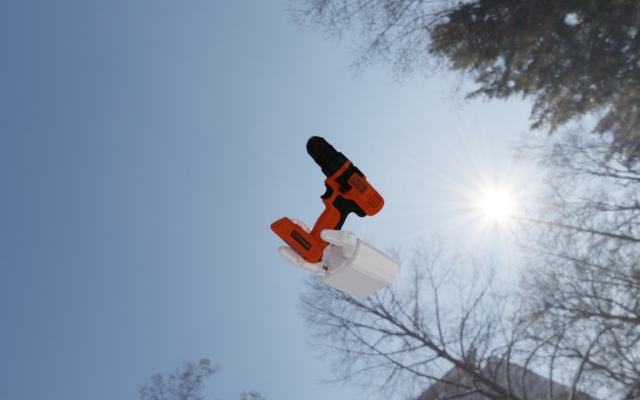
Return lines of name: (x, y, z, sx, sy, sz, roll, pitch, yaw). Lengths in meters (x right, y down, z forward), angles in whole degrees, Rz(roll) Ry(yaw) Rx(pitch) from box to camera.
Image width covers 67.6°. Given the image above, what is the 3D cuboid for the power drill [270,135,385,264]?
power drill: (0.000, 0.003, 0.846, 0.184, 0.187, 0.057, 44, -13, -8)
